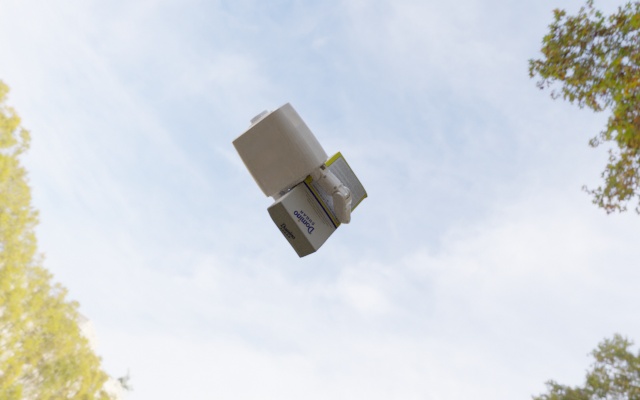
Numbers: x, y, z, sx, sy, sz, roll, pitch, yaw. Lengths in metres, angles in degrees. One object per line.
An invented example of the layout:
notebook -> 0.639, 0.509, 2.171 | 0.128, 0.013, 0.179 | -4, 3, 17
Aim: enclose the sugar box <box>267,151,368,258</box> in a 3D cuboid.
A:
sugar box -> 0.000, 0.002, 0.750 | 0.048, 0.093, 0.176 | -26, 11, 45
